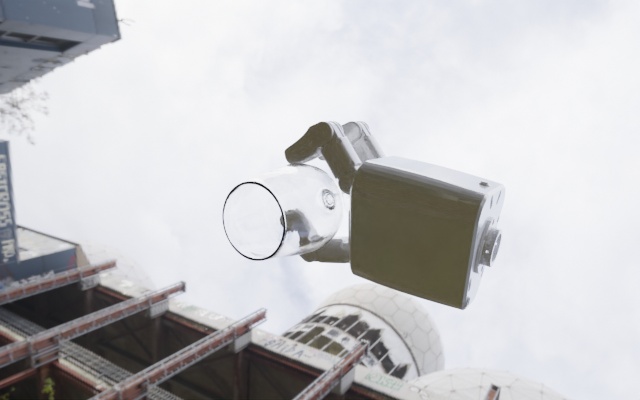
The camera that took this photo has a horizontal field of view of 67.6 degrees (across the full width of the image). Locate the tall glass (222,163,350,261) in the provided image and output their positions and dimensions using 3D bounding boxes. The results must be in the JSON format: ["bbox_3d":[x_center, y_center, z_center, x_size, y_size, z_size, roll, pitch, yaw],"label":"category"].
[{"bbox_3d":[0.000,0.001,0.445,0.079,0.079,0.201,0,8,32],"label":"tall glass"}]
